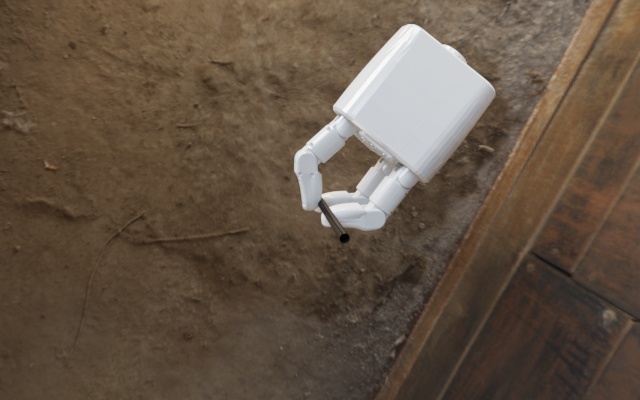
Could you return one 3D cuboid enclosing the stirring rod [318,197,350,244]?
[{"bbox_3d":[0.000,0.001,0.476,0.011,0.011,0.239,0,13,-9],"label":"stirring rod"}]
